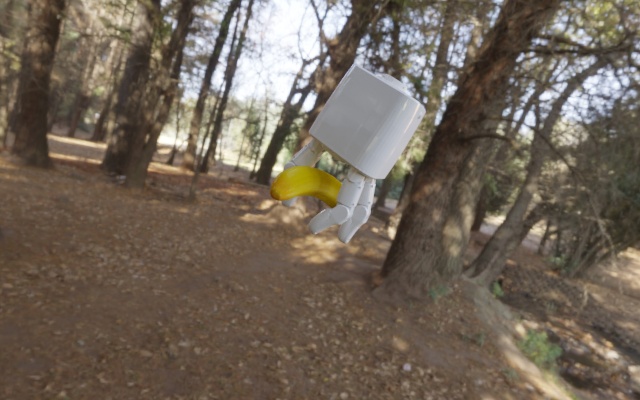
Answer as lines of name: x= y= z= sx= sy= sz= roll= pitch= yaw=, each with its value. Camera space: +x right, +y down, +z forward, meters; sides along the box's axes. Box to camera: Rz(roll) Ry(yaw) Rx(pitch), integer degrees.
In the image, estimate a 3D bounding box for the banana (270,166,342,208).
banana: x=-0.005 y=-0.012 z=0.624 sx=0.037 sy=0.069 sz=0.198 roll=-36 pitch=-31 yaw=21
